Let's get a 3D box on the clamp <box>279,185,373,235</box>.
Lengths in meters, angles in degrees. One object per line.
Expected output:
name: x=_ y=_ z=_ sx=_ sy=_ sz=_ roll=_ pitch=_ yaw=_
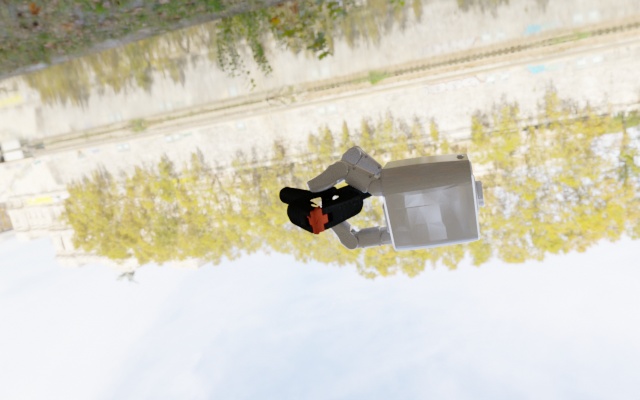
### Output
clamp: x=0.000 y=0.003 z=0.620 sx=0.164 sy=0.036 sz=0.210 roll=-7 pitch=12 yaw=16
